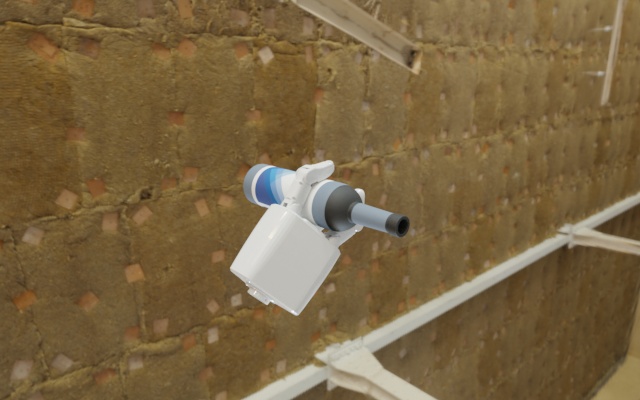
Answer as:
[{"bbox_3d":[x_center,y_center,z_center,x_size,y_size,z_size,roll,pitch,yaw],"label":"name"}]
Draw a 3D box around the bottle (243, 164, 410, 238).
[{"bbox_3d":[0.000,0.002,0.675,0.069,0.069,0.295,0,11,-43],"label":"bottle"}]
